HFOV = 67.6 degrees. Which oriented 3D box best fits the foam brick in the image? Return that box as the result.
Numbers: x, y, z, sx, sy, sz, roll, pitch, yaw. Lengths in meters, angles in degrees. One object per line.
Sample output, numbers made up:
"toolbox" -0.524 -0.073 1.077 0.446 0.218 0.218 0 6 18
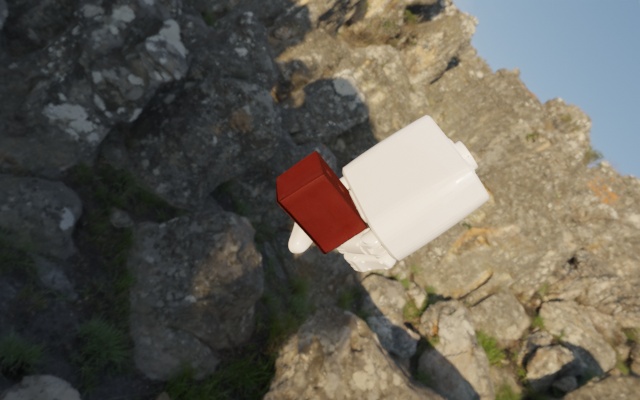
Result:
"foam brick" 0.000 0.001 0.464 0.051 0.078 0.053 -34 29 13
